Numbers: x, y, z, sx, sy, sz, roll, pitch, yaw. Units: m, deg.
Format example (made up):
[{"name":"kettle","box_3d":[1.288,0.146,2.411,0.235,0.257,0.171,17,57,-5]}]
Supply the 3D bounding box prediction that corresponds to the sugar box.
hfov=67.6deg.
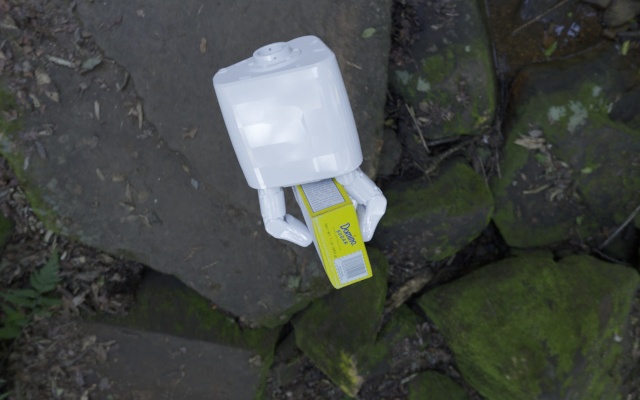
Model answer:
[{"name":"sugar box","box_3d":[0.001,0.001,0.510,0.048,0.093,0.176,-18,34,-3]}]
